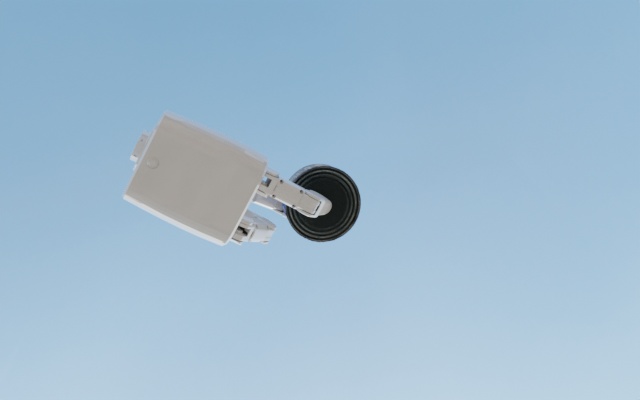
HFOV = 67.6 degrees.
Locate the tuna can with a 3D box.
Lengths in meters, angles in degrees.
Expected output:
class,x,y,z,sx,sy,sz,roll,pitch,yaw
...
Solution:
class,x,y,z,sx,sy,sz,roll,pitch,yaw
tuna can,0.000,0.002,0.541,0.086,0.086,0.033,0,11,-13
